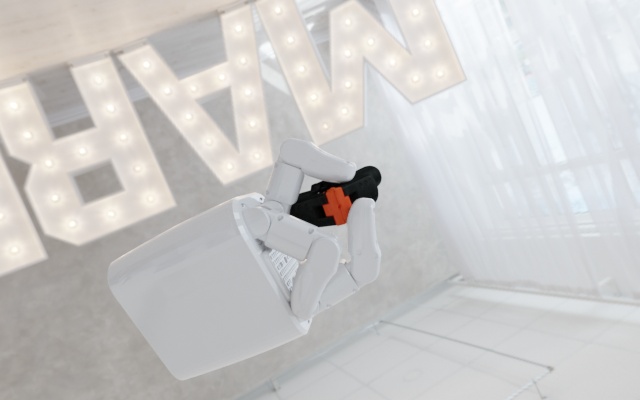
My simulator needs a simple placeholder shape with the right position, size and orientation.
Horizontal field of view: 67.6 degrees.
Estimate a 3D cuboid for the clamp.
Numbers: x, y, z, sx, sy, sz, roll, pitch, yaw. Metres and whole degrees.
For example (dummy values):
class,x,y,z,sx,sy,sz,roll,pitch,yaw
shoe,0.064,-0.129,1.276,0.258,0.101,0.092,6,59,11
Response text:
class,x,y,z,sx,sy,sz,roll,pitch,yaw
clamp,0.000,0.002,0.434,0.120,0.039,0.171,-26,2,8
